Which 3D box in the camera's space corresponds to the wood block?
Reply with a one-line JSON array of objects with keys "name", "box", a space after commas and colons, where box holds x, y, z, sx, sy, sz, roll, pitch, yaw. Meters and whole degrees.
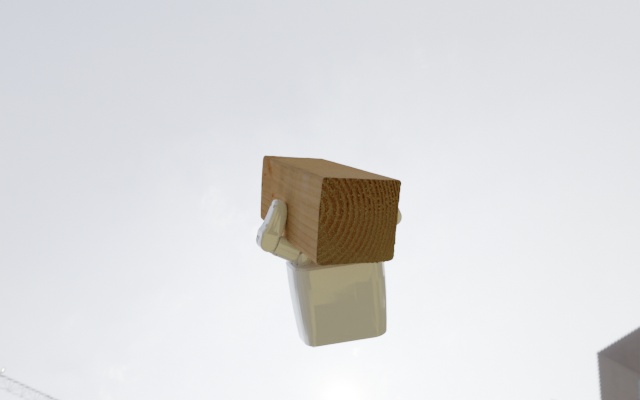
[{"name": "wood block", "box": [0.000, 0.002, 0.570, 0.091, 0.090, 0.206, 0, 11, -23]}]
